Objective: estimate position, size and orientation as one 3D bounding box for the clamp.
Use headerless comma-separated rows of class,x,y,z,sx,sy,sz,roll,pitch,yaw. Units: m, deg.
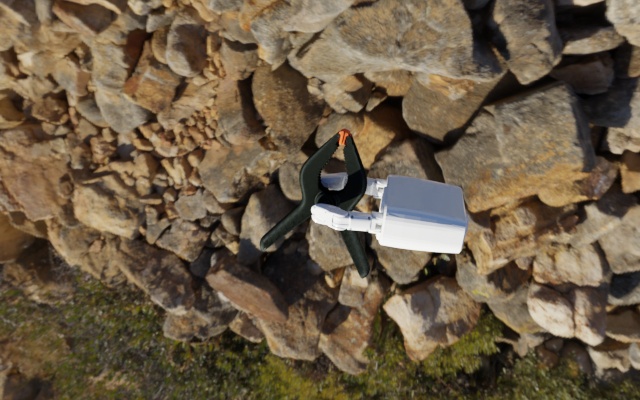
clamp,0.000,0.002,0.670,0.164,0.210,0.036,8,17,5
